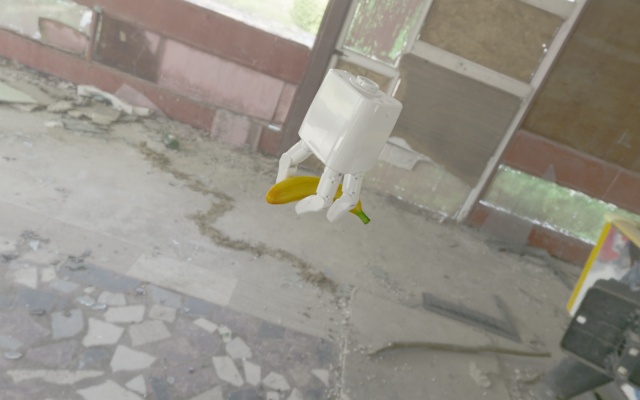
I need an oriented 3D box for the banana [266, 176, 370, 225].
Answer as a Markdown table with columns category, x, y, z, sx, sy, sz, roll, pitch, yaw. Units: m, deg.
| category | x | y | z | sx | sy | sz | roll | pitch | yaw |
| --- | --- | --- | --- | --- | --- | --- | --- | --- | --- |
| banana | -0.003 | -0.009 | 0.751 | 0.198 | 0.037 | 0.069 | 11 | 35 | -34 |
